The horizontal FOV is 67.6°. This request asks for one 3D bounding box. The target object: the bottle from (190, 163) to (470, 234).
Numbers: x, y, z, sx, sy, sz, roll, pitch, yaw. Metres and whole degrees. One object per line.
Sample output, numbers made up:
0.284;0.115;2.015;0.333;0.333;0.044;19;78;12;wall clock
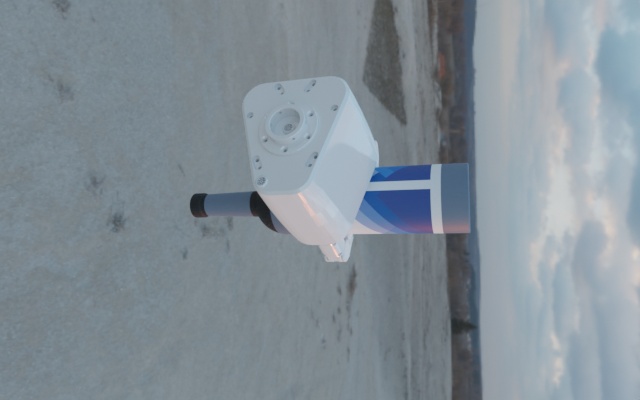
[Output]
0.000;0.002;0.494;0.296;0.069;0.069;-2;-1;17;bottle
